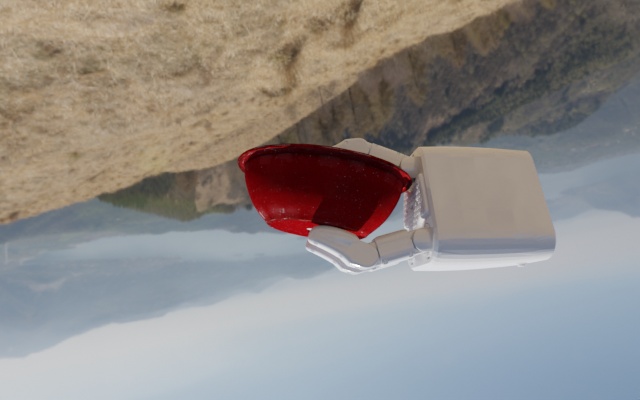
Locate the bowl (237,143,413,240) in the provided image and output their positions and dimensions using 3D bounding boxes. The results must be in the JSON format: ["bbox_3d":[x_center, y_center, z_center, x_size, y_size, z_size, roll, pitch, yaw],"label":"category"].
[{"bbox_3d":[-0.001,0.002,0.438,0.162,0.055,0.162,8,-13,2],"label":"bowl"}]
